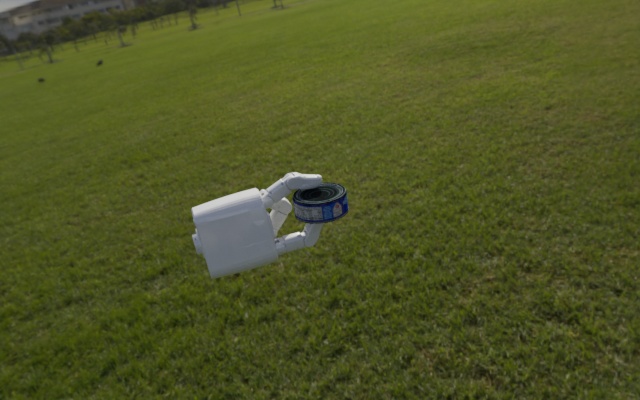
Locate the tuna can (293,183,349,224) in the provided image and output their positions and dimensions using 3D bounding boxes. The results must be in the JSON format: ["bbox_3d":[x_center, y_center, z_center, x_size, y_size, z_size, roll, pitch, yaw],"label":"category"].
[{"bbox_3d":[0.000,0.002,0.740,0.086,0.034,0.086,-6,23,3],"label":"tuna can"}]
